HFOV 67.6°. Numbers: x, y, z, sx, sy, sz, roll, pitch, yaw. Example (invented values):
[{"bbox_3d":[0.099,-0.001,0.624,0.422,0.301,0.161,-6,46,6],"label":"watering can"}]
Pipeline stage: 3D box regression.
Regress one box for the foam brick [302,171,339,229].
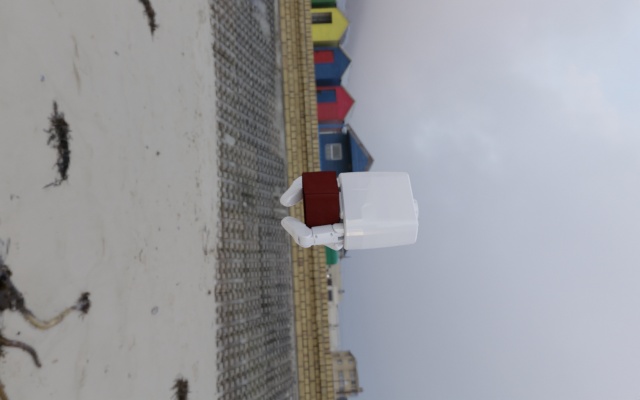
[{"bbox_3d":[0.000,0.002,0.697,0.051,0.078,0.053,-3,42,-1],"label":"foam brick"}]
